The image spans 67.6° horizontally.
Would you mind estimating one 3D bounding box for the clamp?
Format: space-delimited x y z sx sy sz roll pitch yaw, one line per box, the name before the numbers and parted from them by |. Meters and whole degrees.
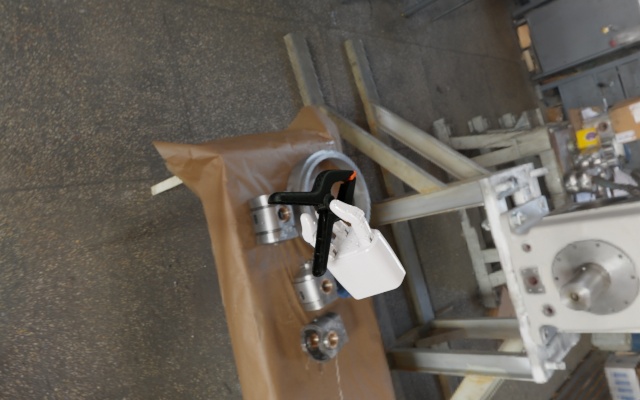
clamp | 0.001 0.002 0.825 0.036 0.165 0.210 -10 35 42
